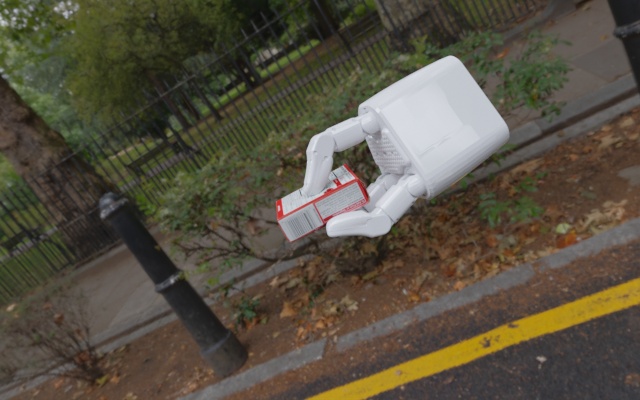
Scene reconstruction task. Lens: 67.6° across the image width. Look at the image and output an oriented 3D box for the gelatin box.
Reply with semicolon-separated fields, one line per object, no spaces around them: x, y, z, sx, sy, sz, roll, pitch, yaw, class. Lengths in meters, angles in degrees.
0.000;0.001;0.482;0.089;0.030;0.073;-27;16;0;gelatin box
